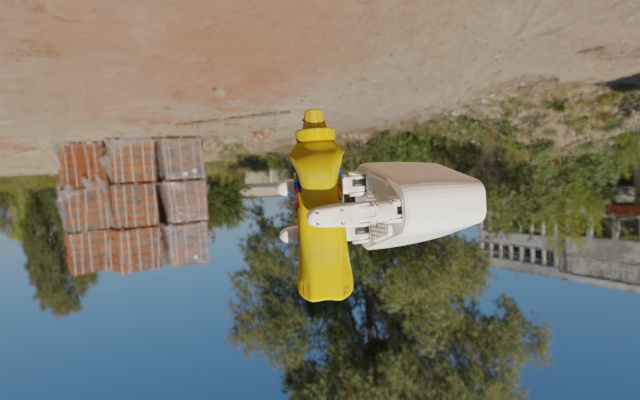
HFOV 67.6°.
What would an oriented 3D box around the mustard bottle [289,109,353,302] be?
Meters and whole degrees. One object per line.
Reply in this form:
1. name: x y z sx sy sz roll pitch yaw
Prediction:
1. mustard bottle: 0.000 0.002 0.498 0.058 0.191 0.096 -4 3 2
